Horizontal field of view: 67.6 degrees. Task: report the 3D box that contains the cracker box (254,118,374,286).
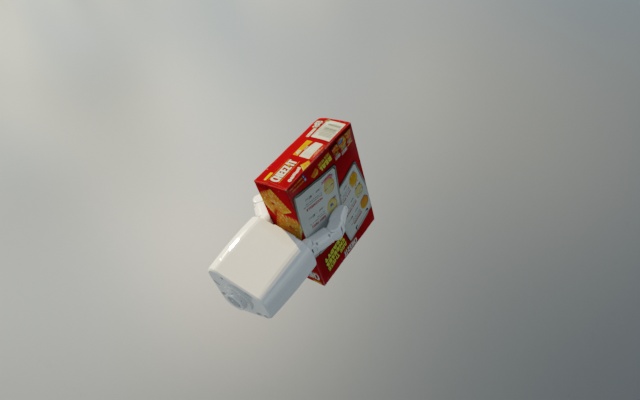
[{"bbox_3d":[0.000,0.002,0.757,0.072,0.214,0.164,18,53,34],"label":"cracker box"}]
